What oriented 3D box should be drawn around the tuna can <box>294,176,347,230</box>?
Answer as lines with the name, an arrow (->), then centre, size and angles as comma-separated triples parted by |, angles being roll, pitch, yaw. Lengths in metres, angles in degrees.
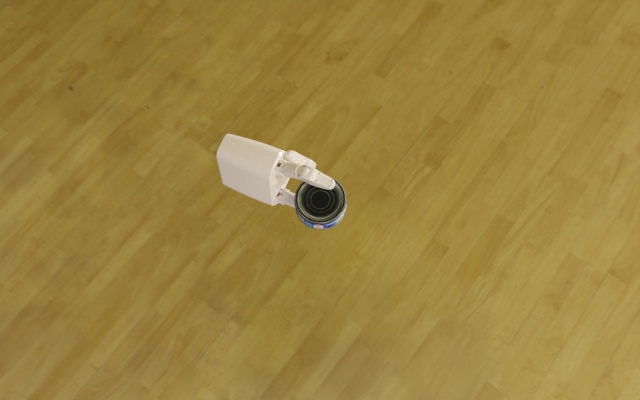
tuna can -> 0.000, 0.002, 0.779 | 0.086, 0.086, 0.034 | 0, -19, 1
